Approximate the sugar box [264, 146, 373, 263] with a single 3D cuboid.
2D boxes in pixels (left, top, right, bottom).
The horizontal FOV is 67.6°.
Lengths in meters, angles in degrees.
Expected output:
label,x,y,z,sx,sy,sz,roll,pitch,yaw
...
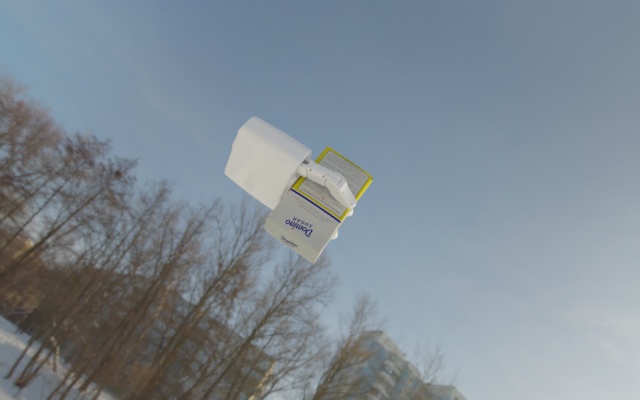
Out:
label,x,y,z,sx,sy,sz,roll,pitch,yaw
sugar box,0.000,0.003,0.734,0.093,0.176,0.048,34,-34,6
